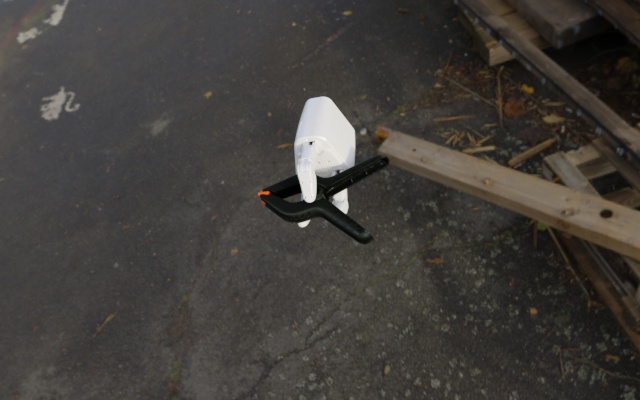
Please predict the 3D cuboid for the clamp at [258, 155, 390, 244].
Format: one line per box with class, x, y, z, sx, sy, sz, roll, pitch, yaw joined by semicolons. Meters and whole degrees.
clamp;-0.001;0.002;0.738;0.210;0.164;0.036;-6;-42;17
